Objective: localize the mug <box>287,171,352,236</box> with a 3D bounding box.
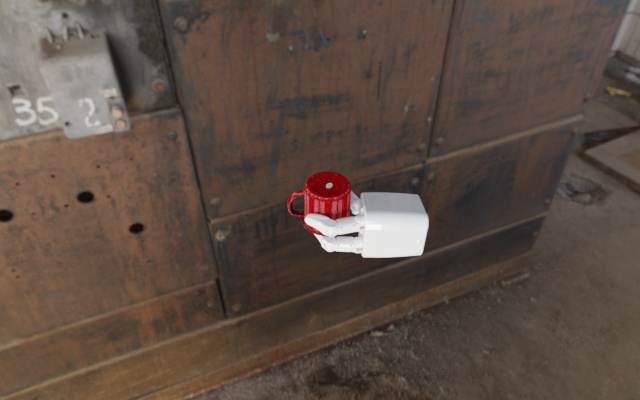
[{"bbox_3d":[-0.001,0.003,0.843,0.117,0.082,0.093,-1,41,-2],"label":"mug"}]
